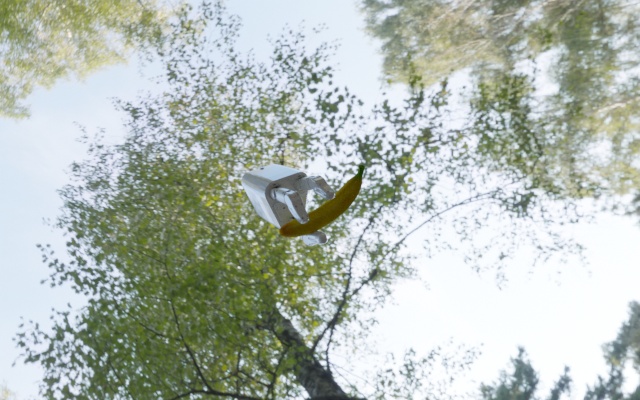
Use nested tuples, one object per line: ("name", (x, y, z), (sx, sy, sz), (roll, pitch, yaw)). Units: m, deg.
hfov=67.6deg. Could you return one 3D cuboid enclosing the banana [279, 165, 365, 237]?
("banana", (0.009, 0.013, 0.875), (0.198, 0.070, 0.037), (-40, 43, -14))
